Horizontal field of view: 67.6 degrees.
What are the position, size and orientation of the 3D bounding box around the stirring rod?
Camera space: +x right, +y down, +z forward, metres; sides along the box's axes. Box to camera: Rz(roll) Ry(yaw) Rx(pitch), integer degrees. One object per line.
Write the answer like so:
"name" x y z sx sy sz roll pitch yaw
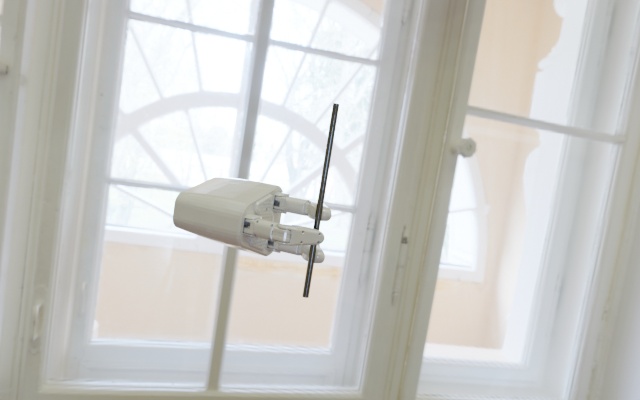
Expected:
"stirring rod" 0.000 0.002 0.585 0.011 0.239 0.011 9 5 -1
